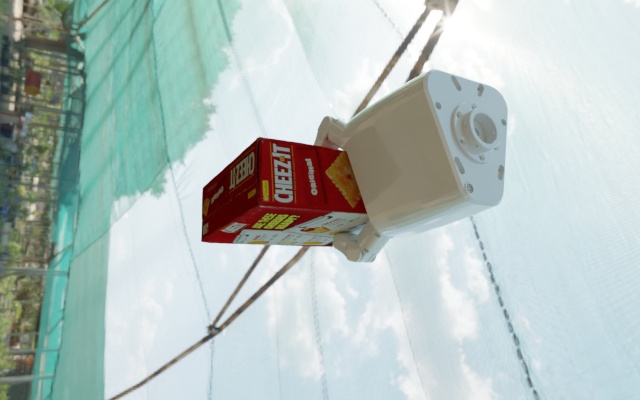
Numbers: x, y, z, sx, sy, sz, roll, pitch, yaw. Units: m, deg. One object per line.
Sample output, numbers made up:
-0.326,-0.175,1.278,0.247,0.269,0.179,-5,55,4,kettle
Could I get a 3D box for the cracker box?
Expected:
0.000,0.002,0.510,0.214,0.072,0.164,6,-18,-30,cracker box
